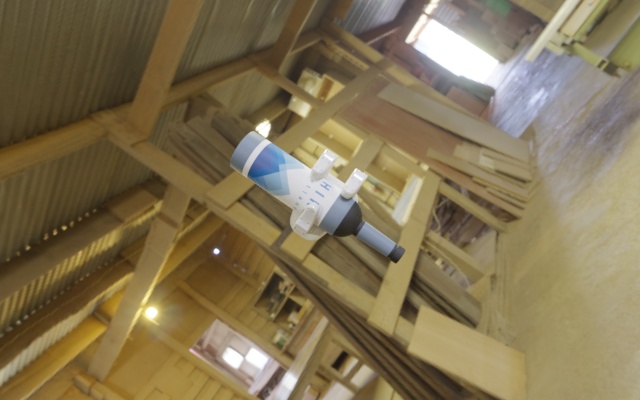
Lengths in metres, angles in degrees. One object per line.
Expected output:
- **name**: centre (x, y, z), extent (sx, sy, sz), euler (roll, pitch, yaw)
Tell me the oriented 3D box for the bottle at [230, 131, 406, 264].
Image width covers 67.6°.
- **bottle**: centre (0.000, 0.002, 0.733), extent (0.295, 0.069, 0.069), euler (34, 3, 4)
